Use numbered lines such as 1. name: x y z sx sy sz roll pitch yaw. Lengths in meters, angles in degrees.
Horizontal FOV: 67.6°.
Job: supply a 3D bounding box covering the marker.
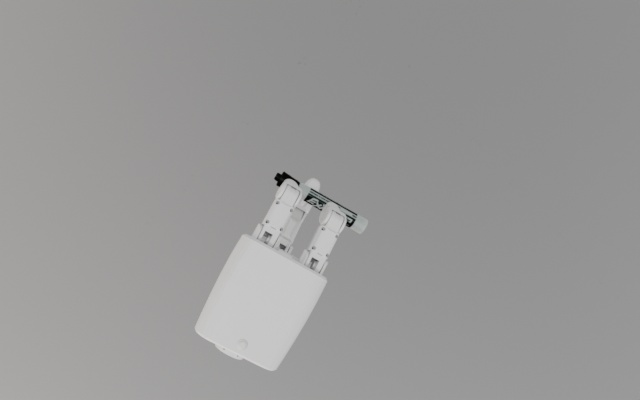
1. marker: 0.000 0.002 0.557 0.121 0.020 0.020 30 -5 -9
